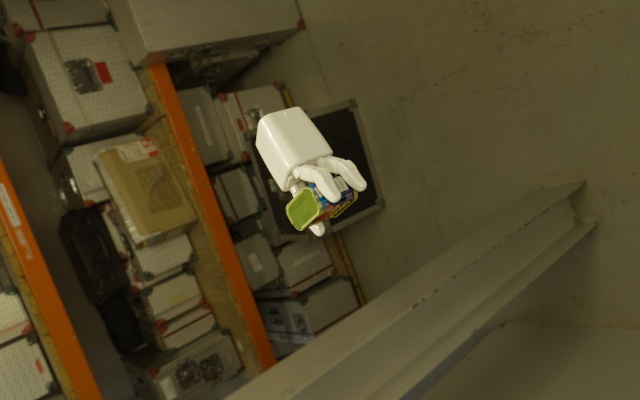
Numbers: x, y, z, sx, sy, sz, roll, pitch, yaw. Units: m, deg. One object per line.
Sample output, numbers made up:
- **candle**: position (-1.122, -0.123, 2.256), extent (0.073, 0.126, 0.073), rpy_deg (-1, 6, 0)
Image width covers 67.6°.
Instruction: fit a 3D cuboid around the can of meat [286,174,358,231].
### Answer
- **can of meat**: position (0.000, 0.003, 0.807), extent (0.084, 0.057, 0.102), rpy_deg (-23, -13, -36)
